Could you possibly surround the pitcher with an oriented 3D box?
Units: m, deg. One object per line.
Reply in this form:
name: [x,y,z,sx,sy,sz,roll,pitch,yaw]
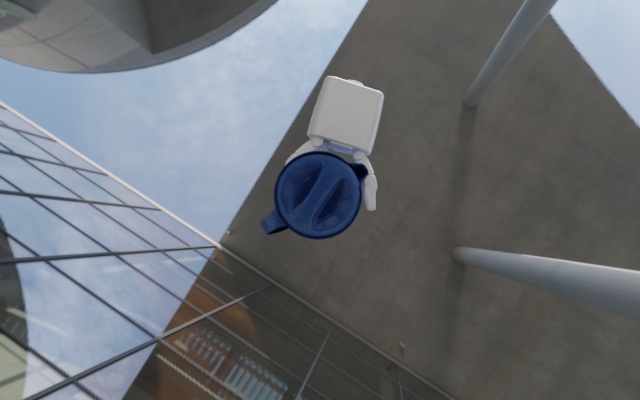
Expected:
pitcher: [0.000,0.003,0.822,0.149,0.145,0.243,14,-2,8]
